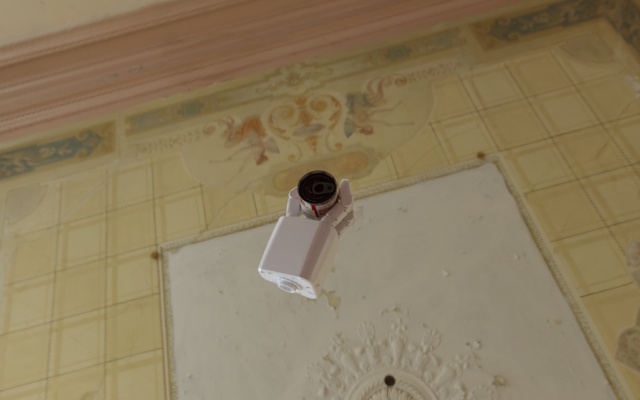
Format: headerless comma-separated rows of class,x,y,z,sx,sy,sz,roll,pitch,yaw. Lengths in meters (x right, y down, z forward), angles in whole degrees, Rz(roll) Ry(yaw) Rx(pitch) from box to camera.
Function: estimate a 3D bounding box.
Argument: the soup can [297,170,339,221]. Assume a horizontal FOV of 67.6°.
soup can,0.000,0.002,0.847,0.068,0.068,0.102,0,-30,8
